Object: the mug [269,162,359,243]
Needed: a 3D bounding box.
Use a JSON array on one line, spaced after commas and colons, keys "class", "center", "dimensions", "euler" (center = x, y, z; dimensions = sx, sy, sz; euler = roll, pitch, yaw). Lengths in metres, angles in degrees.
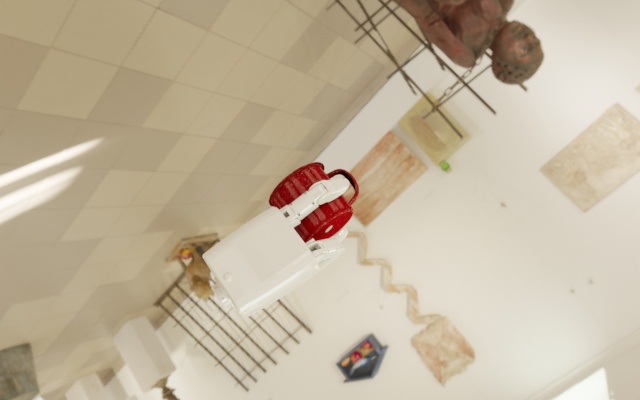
[{"class": "mug", "center": [0.001, 0.002, 0.652], "dimensions": [0.117, 0.081, 0.093], "euler": [-33, -18, -15]}]
